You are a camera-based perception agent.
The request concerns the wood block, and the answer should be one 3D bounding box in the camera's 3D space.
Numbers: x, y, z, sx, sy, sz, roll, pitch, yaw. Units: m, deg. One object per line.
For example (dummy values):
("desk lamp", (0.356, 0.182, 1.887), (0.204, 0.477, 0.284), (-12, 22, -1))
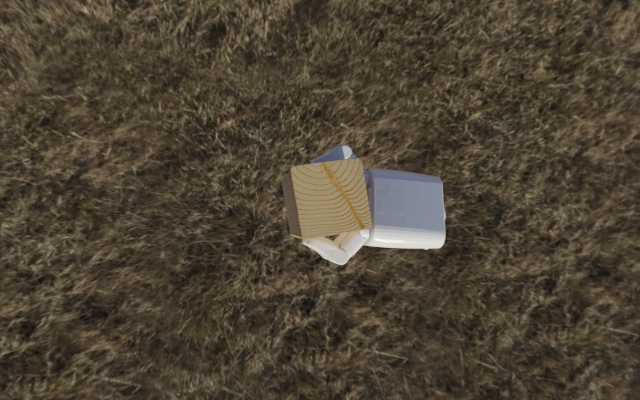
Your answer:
("wood block", (0.000, 0.002, 0.675), (0.090, 0.091, 0.206), (-9, -2, -8))
